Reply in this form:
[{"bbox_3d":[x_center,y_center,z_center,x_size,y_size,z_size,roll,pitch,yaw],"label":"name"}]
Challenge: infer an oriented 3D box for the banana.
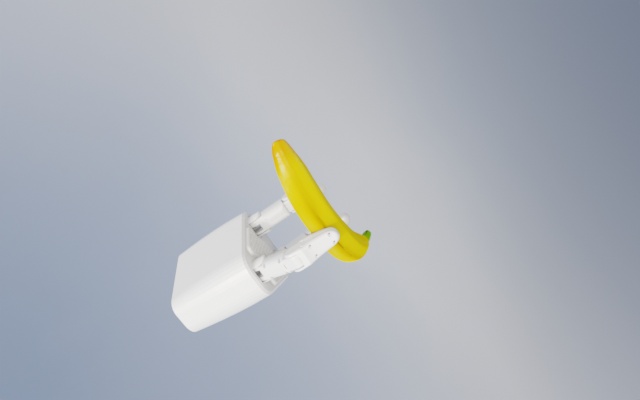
[{"bbox_3d":[0.004,0.016,0.527,0.037,0.069,0.198,-28,-48,16],"label":"banana"}]
